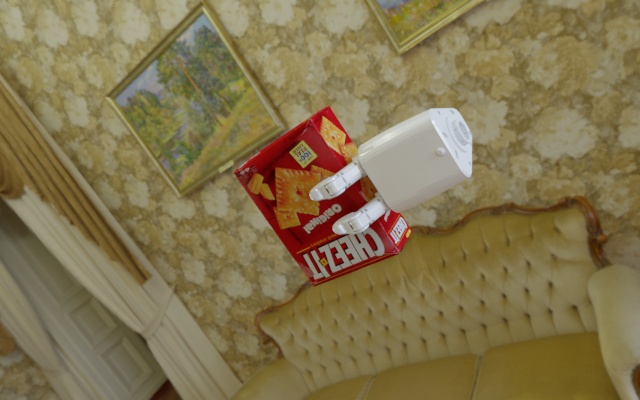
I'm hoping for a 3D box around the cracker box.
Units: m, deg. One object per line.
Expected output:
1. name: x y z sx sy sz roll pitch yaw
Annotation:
1. cracker box: 0.000 0.002 0.677 0.164 0.214 0.072 -28 11 36
